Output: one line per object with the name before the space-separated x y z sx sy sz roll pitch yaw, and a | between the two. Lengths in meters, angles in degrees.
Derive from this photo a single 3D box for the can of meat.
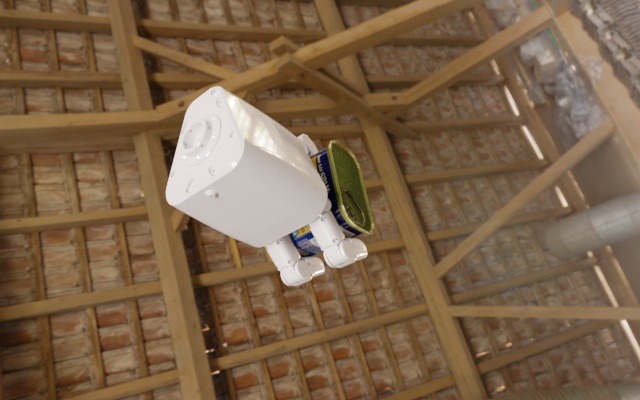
can of meat | 0.000 0.002 0.500 0.084 0.102 0.057 -27 -34 27
